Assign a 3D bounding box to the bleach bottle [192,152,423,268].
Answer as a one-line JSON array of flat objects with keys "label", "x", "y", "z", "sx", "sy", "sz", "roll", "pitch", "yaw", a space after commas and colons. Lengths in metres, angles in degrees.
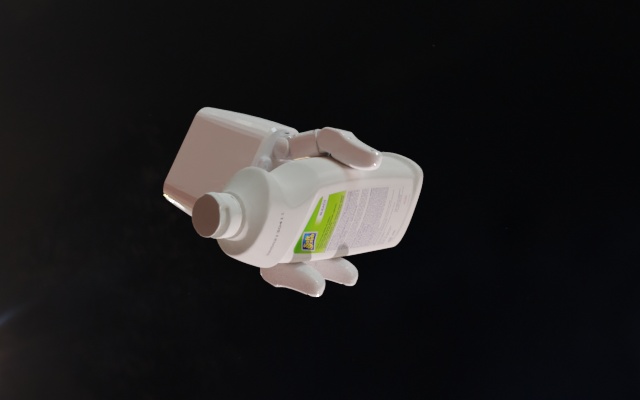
[{"label": "bleach bottle", "x": 0.000, "y": 0.001, "z": 0.413, "sx": 0.068, "sy": 0.102, "sz": 0.251, "roll": 24, "pitch": 14, "yaw": 33}]
